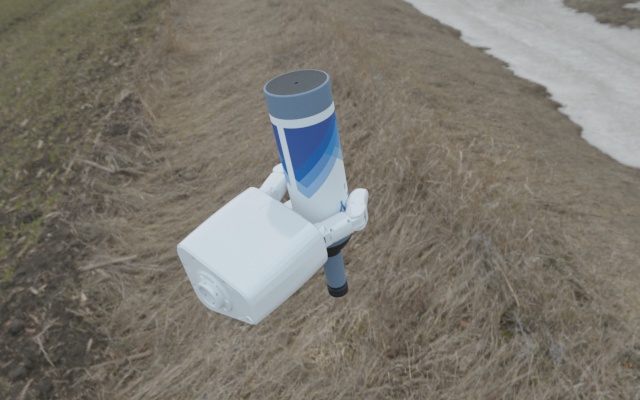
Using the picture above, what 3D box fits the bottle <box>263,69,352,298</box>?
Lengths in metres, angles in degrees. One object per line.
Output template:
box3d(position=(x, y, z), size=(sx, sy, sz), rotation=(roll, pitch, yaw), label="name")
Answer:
box3d(position=(0.000, 0.002, 0.554), size=(0.069, 0.296, 0.069), rotation=(-8, 35, 5), label="bottle")
